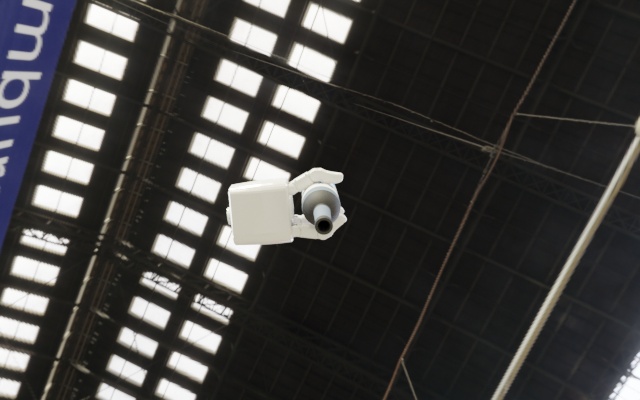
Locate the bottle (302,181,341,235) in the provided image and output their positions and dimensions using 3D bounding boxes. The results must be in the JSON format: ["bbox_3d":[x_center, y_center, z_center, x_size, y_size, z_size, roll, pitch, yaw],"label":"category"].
[{"bbox_3d":[0.000,0.003,0.853,0.069,0.069,0.295,0,14,-2],"label":"bottle"}]
